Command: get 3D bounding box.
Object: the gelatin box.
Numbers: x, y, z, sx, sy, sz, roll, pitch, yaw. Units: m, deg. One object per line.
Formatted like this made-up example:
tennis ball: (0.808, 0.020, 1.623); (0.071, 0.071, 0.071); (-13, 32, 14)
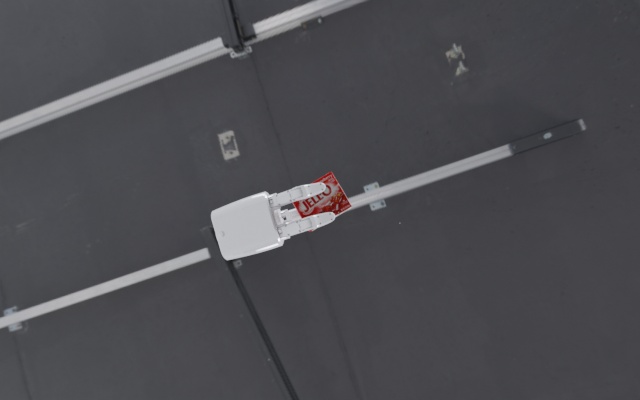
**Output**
gelatin box: (0.000, 0.003, 0.853); (0.089, 0.073, 0.030); (-30, -5, -1)
